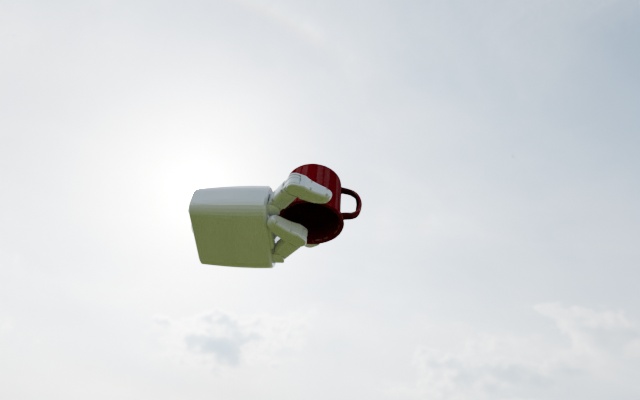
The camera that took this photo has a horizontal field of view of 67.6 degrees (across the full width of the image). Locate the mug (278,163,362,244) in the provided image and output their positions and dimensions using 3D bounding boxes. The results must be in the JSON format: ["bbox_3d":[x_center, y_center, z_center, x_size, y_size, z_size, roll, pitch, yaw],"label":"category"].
[{"bbox_3d":[0.002,0.002,0.675,0.117,0.081,0.093,0,-43,5],"label":"mug"}]
